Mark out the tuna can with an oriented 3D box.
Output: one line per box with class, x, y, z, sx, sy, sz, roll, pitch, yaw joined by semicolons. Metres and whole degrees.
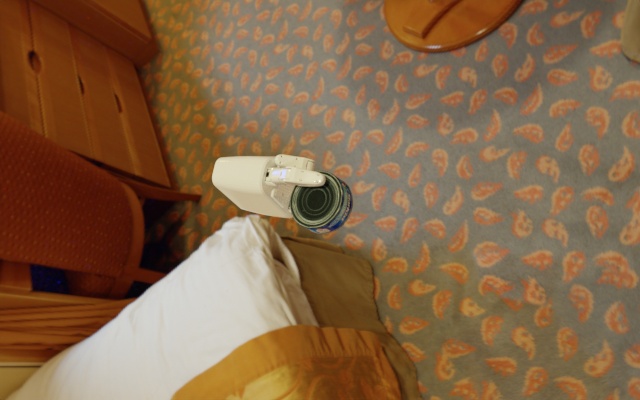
tuna can;0.000;0.002;0.672;0.086;0.086;0.034;0;-16;28
